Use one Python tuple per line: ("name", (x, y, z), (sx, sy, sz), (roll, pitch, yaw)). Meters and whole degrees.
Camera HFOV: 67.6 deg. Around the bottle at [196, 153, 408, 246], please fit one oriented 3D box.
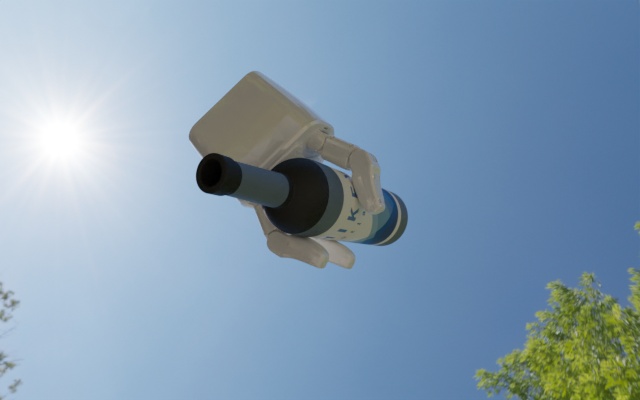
("bottle", (0.000, 0.002, 0.439), (0.069, 0.069, 0.296), (0, -8, 30))
